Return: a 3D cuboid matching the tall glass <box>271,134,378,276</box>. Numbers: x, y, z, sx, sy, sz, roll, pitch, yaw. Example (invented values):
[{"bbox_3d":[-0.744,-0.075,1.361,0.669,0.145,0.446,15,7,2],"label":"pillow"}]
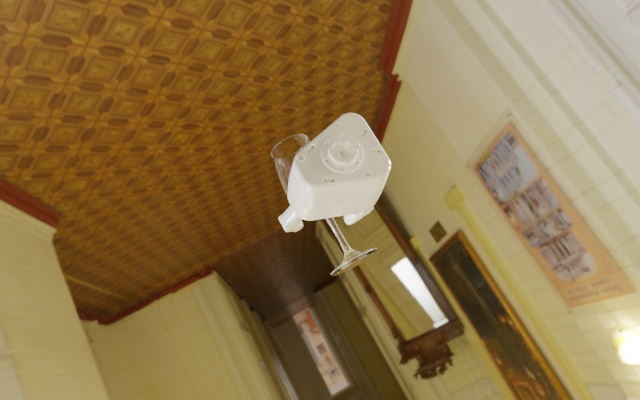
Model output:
[{"bbox_3d":[0.000,0.003,0.684,0.079,0.201,0.079,-27,-16,-9],"label":"tall glass"}]
